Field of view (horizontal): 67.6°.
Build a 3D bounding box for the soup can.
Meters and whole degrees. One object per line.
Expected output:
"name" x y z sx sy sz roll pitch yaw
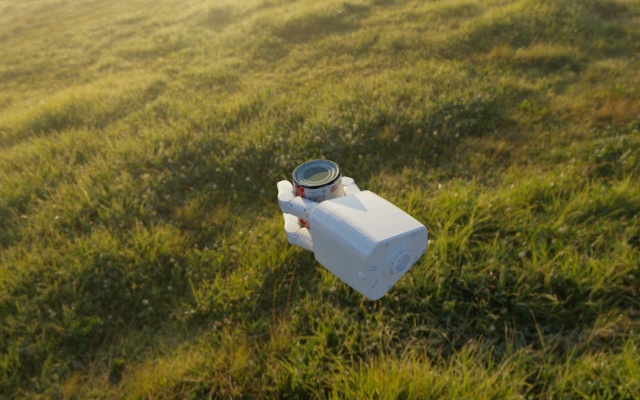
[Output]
"soup can" 0.000 0.002 0.677 0.068 0.102 0.068 -6 37 4
